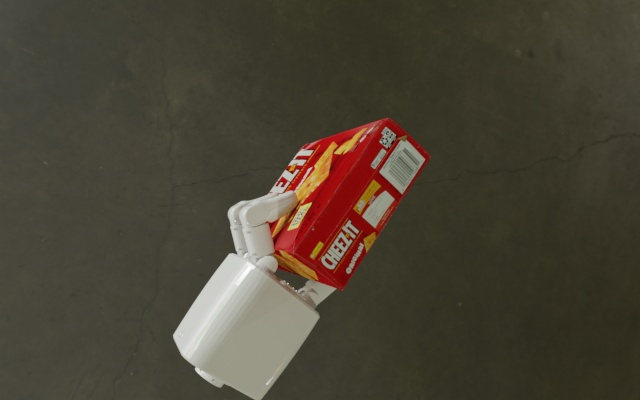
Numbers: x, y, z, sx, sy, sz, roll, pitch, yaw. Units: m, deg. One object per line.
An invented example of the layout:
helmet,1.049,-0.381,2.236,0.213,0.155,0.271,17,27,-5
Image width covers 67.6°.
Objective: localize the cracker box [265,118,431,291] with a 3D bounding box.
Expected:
cracker box,0.000,0.002,0.537,0.072,0.164,0.213,40,-15,-18
